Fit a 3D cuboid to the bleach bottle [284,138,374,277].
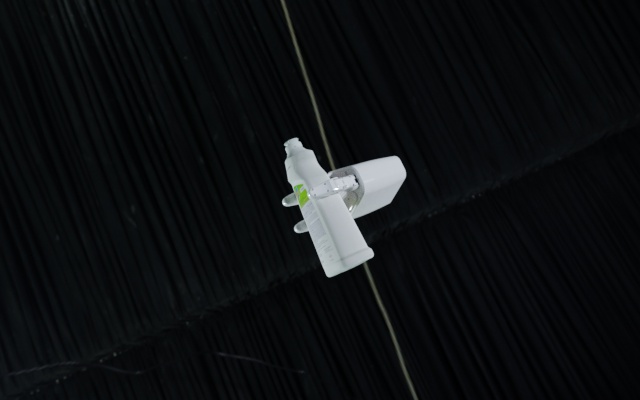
[{"bbox_3d":[0.000,0.003,0.837,0.068,0.250,0.103,-18,-12,-28],"label":"bleach bottle"}]
